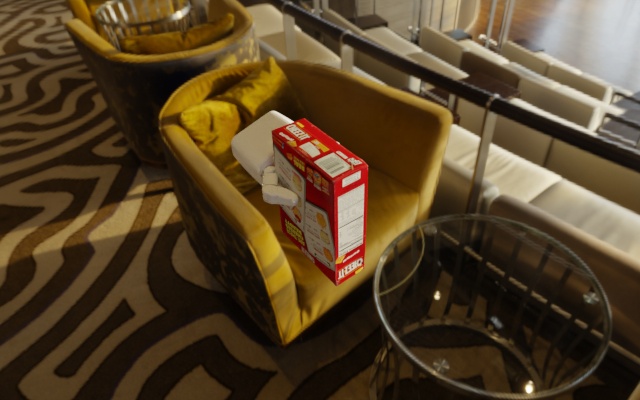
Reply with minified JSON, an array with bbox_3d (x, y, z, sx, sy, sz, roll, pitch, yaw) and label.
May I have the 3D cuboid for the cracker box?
[{"bbox_3d":[0.000,0.002,0.754,0.072,0.214,0.164,-26,45,-25],"label":"cracker box"}]
